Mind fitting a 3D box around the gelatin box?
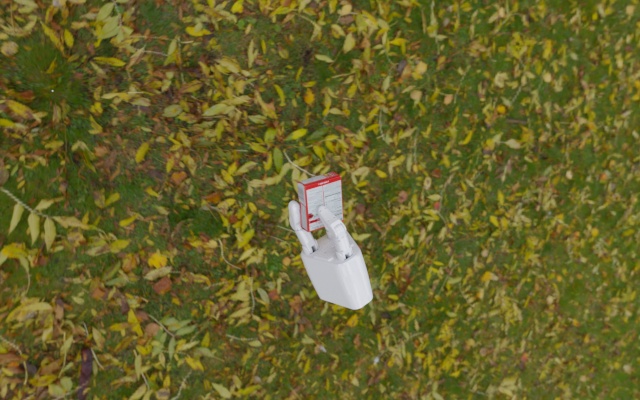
[{"bbox_3d":[0.000,0.003,0.818,0.073,0.089,0.030,-17,28,-27],"label":"gelatin box"}]
